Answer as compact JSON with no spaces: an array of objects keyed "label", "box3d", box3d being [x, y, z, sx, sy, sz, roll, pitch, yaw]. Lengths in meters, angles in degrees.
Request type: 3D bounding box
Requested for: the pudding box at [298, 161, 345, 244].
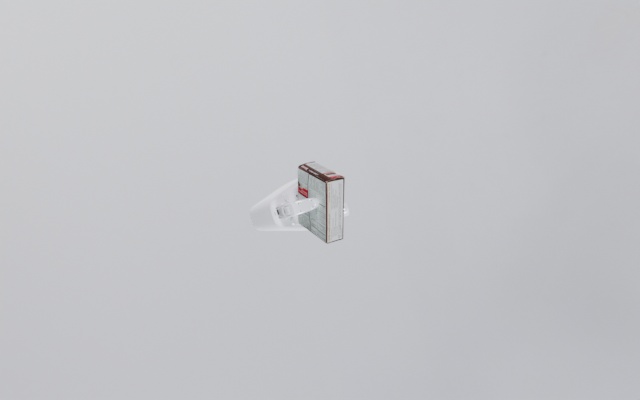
[{"label":"pudding box","box3d":[0.000,0.003,0.788,0.039,0.113,0.090,-17,29,-30]}]
